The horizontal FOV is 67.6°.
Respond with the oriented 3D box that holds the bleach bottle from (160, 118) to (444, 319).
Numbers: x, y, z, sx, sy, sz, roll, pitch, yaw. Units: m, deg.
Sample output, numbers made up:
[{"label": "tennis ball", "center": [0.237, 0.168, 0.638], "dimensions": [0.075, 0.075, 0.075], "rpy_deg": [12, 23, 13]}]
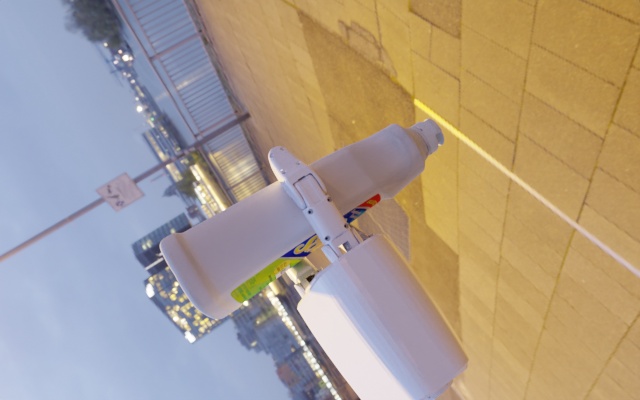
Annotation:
[{"label": "bleach bottle", "center": [0.000, 0.001, 0.403], "dimensions": [0.251, 0.068, 0.103], "rpy_deg": [-33, -15, -11]}]
